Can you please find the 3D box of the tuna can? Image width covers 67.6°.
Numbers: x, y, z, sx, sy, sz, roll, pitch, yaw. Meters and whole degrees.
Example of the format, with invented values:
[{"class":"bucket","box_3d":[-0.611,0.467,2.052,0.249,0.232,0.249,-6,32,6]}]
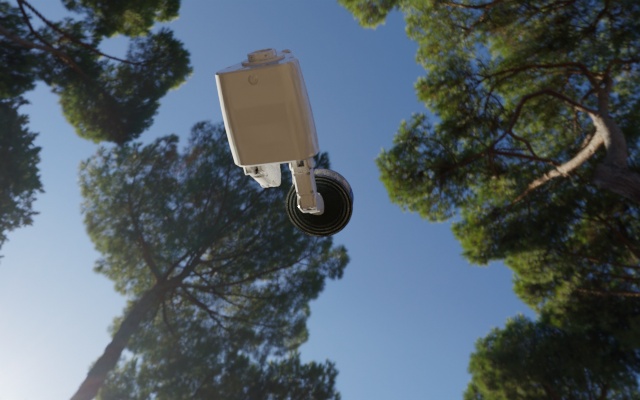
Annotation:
[{"class":"tuna can","box_3d":[0.000,0.002,0.619,0.086,0.086,0.033,0,23,7]}]
